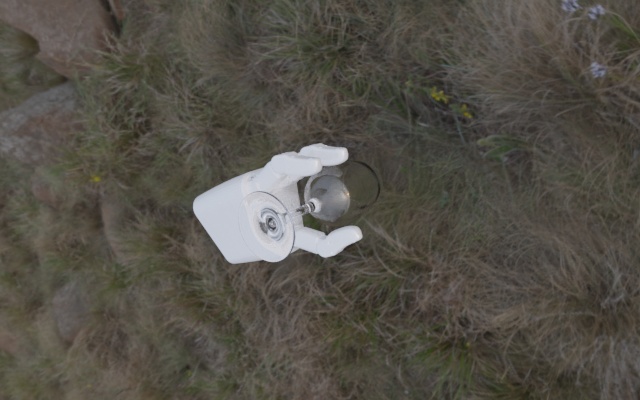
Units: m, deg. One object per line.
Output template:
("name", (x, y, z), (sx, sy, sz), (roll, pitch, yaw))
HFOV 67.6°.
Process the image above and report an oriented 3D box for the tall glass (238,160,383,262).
("tall glass", (0.000, 0.002, 0.556), (0.079, 0.079, 0.201), (0, 15, 36))
